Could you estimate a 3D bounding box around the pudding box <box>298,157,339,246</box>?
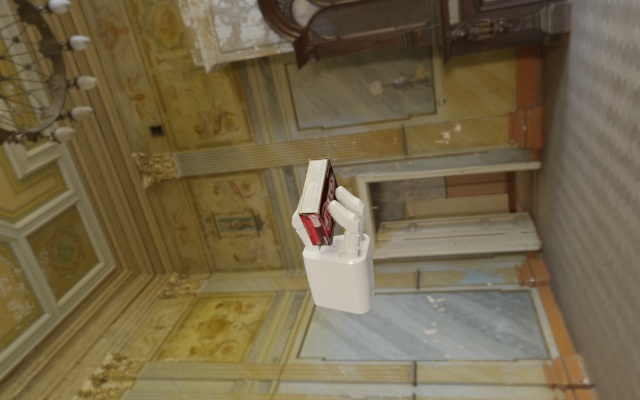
[{"bbox_3d":[0.000,0.003,0.759,0.039,0.113,0.090,-3,-38,14],"label":"pudding box"}]
